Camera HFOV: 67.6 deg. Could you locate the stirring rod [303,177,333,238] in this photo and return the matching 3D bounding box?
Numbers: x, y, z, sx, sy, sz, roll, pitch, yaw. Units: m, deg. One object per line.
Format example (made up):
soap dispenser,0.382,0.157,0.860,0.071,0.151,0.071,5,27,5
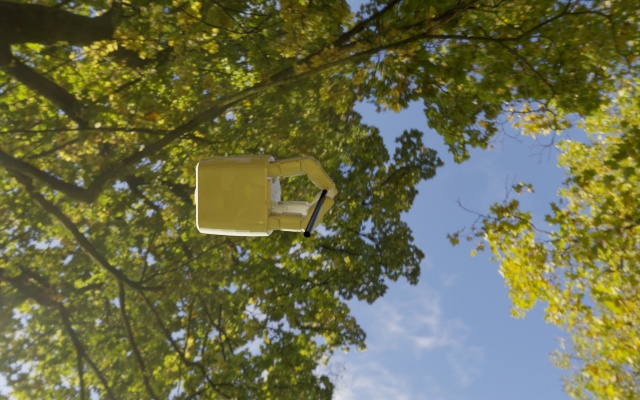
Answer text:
stirring rod,0.000,0.002,0.637,0.011,0.011,0.239,0,17,7
